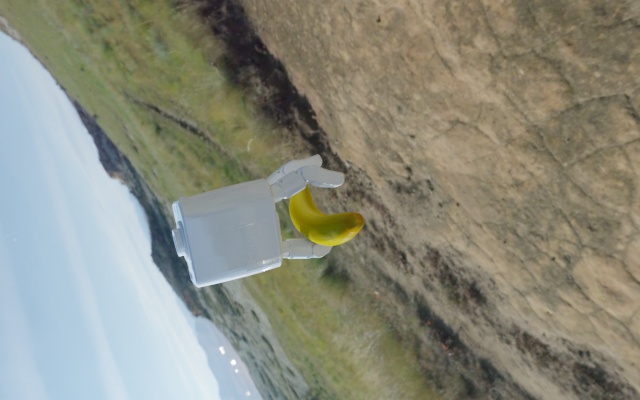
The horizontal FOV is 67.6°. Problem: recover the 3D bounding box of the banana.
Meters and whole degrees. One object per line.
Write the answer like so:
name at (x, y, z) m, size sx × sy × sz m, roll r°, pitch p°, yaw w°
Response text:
banana at (-0.003, 0.019, 0.598) m, size 0.037 × 0.070 × 0.197 m, roll 0°, pitch 19°, yaw -24°
